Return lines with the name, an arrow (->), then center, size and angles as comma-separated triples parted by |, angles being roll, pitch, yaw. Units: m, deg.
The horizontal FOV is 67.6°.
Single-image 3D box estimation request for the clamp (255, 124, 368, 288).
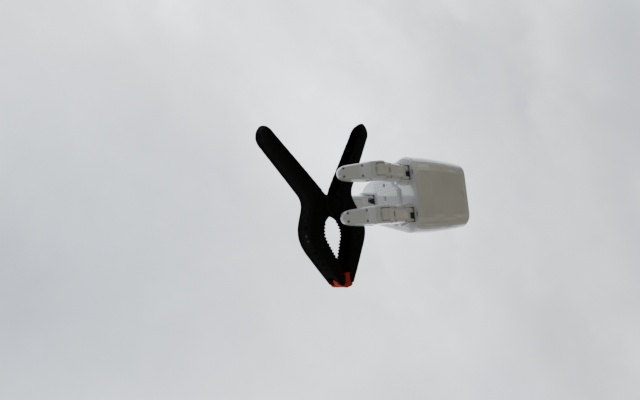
clamp -> 0.000, 0.003, 0.581 | 0.164, 0.210, 0.036 | 0, -8, -35
